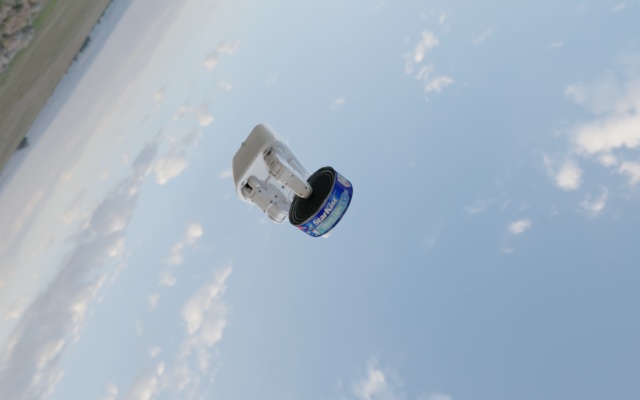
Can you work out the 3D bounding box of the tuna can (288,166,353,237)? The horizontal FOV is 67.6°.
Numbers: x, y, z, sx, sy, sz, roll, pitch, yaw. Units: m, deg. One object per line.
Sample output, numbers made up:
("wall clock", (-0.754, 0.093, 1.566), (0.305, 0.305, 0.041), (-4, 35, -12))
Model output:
("tuna can", (0.001, 0.002, 0.589), (0.034, 0.086, 0.086), (35, -16, -24))
